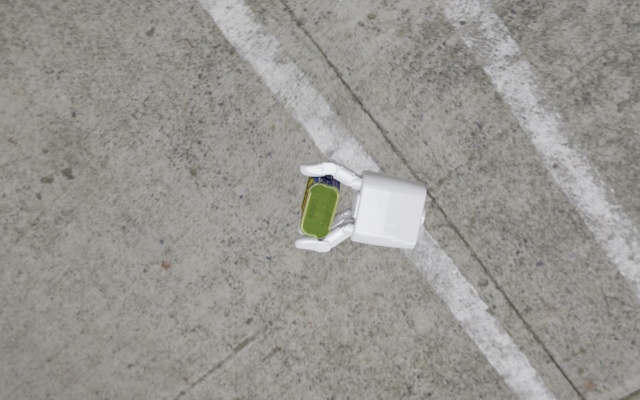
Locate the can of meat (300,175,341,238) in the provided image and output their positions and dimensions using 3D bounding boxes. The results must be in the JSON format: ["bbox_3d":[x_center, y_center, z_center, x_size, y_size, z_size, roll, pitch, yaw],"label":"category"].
[{"bbox_3d":[0.000,0.003,0.801,0.057,0.102,0.084,13,23,-4],"label":"can of meat"}]
